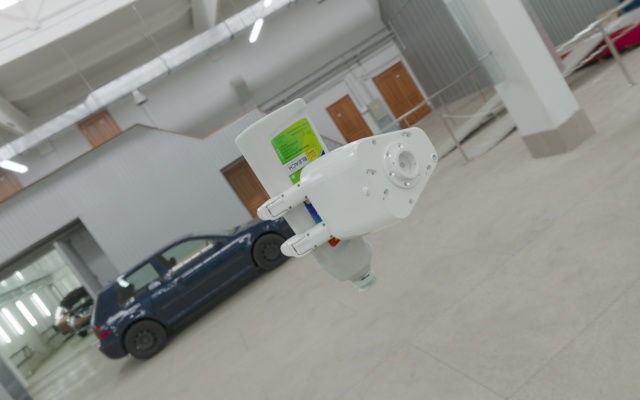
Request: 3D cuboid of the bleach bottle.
[{"bbox_3d":[0.000,0.002,0.612,0.102,0.251,0.068,-37,8,-33],"label":"bleach bottle"}]
